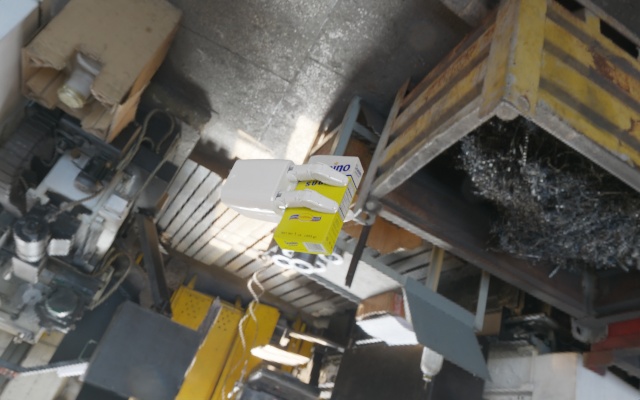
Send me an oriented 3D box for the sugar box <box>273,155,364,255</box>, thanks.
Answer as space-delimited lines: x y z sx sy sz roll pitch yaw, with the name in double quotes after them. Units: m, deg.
0.000 0.002 0.784 0.093 0.176 0.048 5 -34 26 "sugar box"
